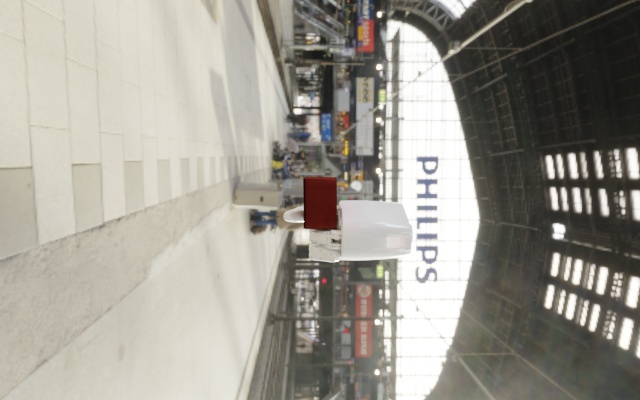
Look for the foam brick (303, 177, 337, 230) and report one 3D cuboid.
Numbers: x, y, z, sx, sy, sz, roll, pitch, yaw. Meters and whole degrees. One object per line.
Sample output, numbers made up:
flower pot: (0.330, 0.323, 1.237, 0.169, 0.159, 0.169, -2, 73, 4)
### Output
foam brick: (0.000, 0.002, 0.746, 0.051, 0.078, 0.053, 0, 9, 2)
